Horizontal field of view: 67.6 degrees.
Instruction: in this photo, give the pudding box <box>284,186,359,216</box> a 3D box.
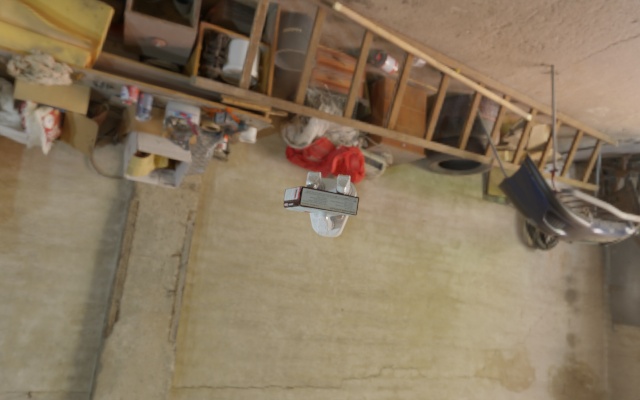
[{"bbox_3d":[0.000,0.003,0.858,0.113,0.039,0.090,8,-6,-22],"label":"pudding box"}]
